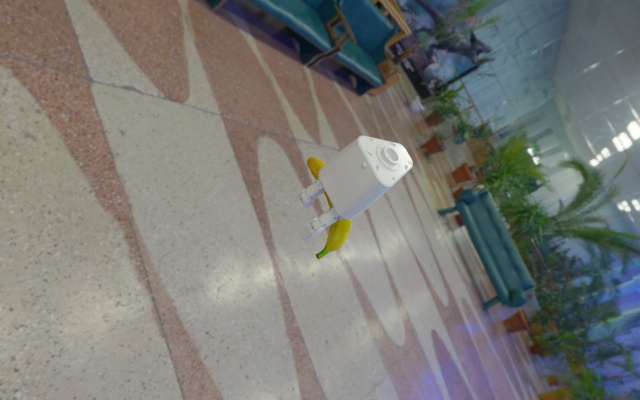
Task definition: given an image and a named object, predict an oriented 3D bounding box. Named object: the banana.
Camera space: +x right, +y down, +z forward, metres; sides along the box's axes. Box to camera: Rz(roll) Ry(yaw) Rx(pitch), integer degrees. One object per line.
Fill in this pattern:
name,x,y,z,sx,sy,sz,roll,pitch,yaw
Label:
banana,0.019,0.006,0.853,0.069,0.197,0.037,0,-26,-13
